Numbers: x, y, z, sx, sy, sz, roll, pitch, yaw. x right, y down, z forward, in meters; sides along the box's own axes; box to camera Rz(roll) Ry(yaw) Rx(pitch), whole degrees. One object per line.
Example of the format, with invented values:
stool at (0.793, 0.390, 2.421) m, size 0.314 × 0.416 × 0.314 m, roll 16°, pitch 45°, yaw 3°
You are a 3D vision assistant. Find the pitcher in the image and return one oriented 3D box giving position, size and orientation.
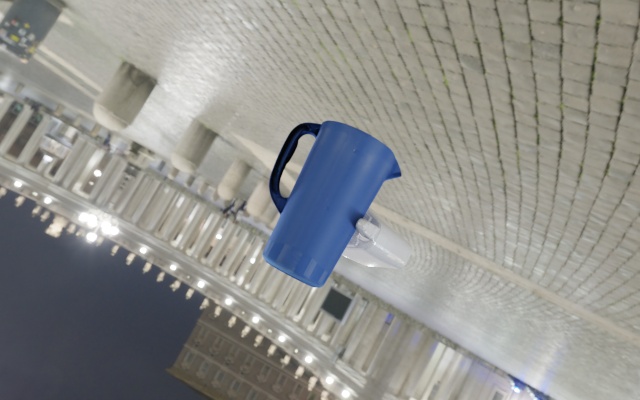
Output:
pitcher at (0.000, 0.003, 0.750) m, size 0.145 × 0.243 × 0.149 m, roll 33°, pitch -8°, yaw -41°
